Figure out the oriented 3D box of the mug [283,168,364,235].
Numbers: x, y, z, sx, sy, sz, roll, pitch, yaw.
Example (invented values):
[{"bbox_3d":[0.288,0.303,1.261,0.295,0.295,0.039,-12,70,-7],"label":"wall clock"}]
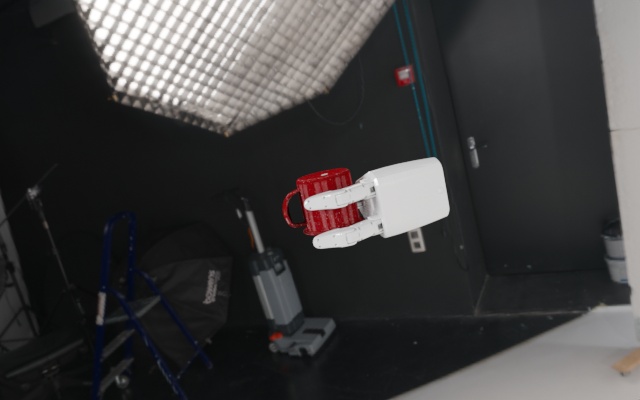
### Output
[{"bbox_3d":[-0.001,0.002,0.709,0.117,0.081,0.093,-15,10,-14],"label":"mug"}]
